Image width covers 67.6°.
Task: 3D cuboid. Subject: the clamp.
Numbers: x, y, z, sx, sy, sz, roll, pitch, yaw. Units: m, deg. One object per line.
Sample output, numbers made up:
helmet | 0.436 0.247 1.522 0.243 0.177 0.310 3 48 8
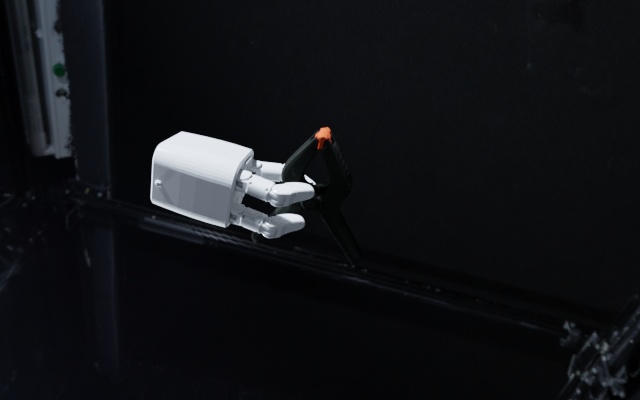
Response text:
clamp | 0.000 0.001 0.653 0.164 0.210 0.036 17 36 -1
